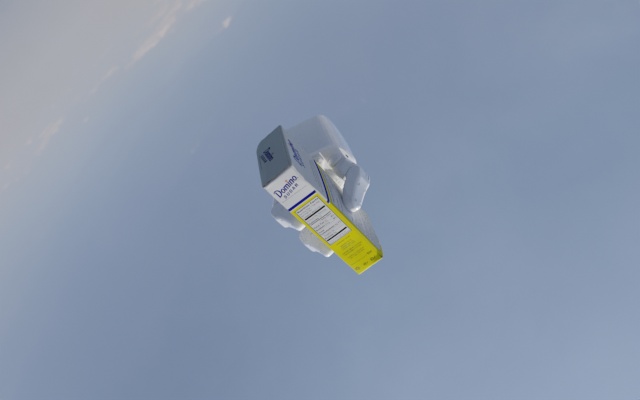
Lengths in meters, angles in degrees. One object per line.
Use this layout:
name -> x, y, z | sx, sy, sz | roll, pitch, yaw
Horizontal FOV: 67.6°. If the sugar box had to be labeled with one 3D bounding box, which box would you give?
sugar box -> 0.000, 0.002, 0.553 | 0.176, 0.048, 0.093 | 42, 17, -32
